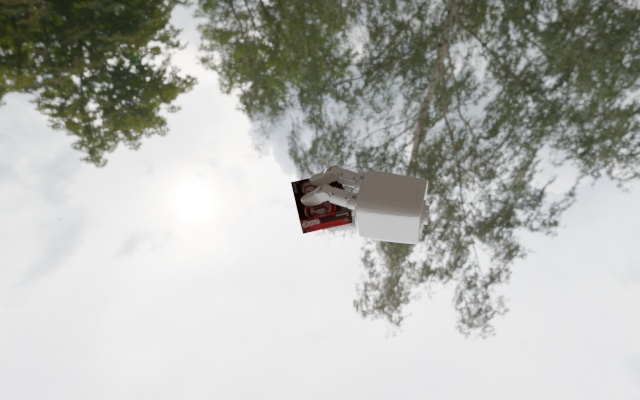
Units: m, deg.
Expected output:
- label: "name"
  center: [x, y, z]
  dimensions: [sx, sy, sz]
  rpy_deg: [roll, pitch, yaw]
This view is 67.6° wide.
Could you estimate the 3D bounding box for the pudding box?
- label: "pudding box"
  center: [0.000, 0.003, 0.843]
  dimensions: [0.090, 0.039, 0.113]
  rpy_deg: [-12, 38, -5]
